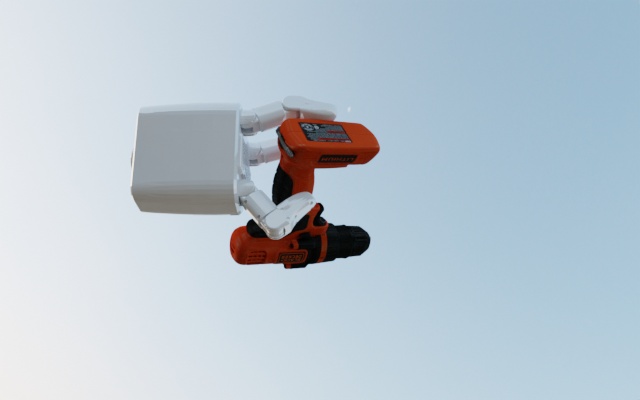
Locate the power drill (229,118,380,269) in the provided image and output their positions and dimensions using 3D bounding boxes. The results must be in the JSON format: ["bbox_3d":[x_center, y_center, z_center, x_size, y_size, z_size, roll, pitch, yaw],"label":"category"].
[{"bbox_3d":[0.000,0.001,0.547,0.184,0.188,0.057,-1,40,-28],"label":"power drill"}]
